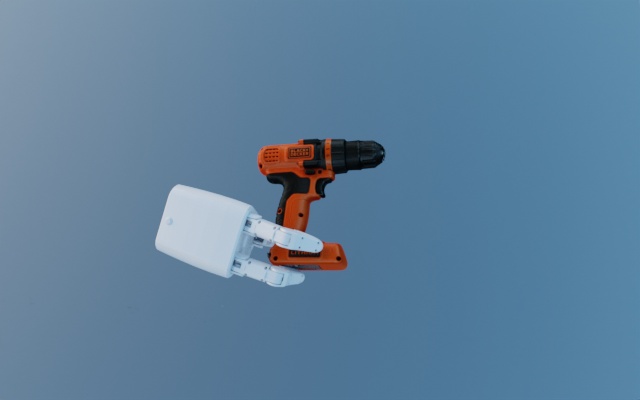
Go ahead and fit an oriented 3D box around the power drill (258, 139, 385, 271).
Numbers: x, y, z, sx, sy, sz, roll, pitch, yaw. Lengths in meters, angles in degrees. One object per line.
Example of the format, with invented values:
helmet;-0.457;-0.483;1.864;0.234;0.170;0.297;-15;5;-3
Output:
power drill;0.000;0.003;0.667;0.184;0.187;0.057;-3;-21;11
